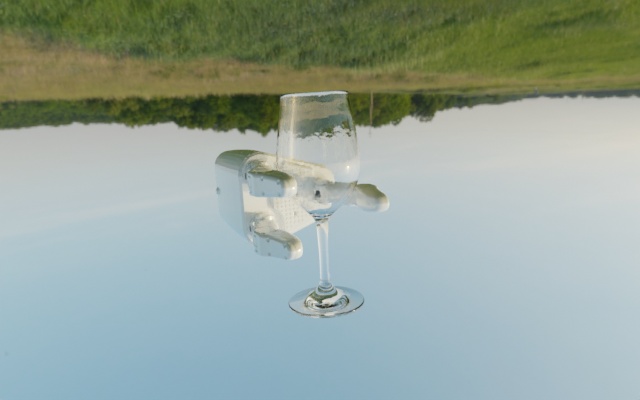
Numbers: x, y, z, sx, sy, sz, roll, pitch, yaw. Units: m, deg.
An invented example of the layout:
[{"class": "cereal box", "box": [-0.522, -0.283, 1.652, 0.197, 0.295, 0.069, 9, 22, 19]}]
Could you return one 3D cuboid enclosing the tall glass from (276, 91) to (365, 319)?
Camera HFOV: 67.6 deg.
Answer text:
[{"class": "tall glass", "box": [0.000, 0.002, 0.447, 0.079, 0.201, 0.079, -3, 11, 1]}]
